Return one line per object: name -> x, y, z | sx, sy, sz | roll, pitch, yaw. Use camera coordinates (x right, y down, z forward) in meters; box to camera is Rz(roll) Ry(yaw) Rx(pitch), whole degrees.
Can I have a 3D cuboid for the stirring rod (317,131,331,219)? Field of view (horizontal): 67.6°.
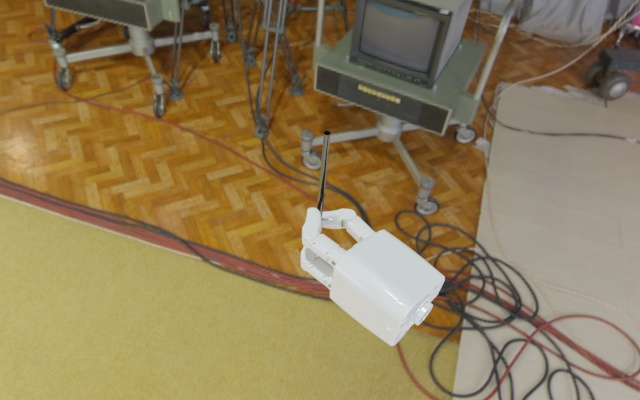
stirring rod -> 0.000, 0.002, 0.642 | 0.011, 0.011, 0.240 | 0, -42, -5
